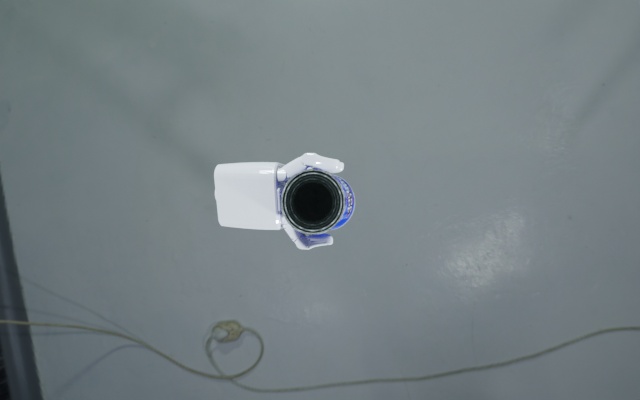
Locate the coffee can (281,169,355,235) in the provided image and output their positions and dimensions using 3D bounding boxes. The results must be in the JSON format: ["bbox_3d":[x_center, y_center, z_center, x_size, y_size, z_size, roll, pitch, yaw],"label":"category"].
[{"bbox_3d":[0.000,0.003,0.803,0.103,0.103,0.140,0,0,10],"label":"coffee can"}]
